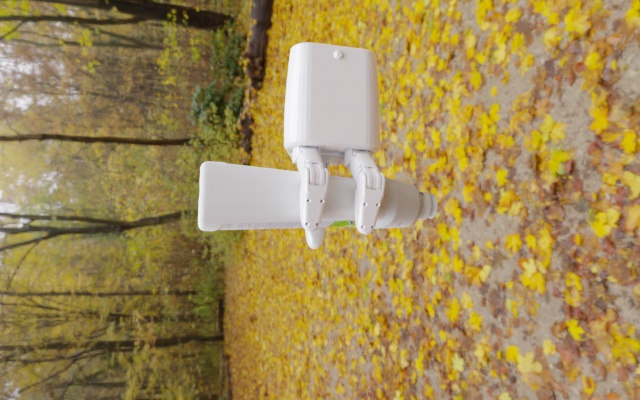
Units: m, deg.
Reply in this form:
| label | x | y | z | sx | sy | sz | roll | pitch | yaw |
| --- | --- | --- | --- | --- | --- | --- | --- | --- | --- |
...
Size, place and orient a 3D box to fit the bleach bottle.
| label | x | y | z | sx | sy | sz | roll | pitch | yaw |
| --- | --- | --- | --- | --- | --- | --- | --- | --- | --- |
| bleach bottle | 0.000 | 0.002 | 0.509 | 0.251 | 0.068 | 0.102 | 3 | -6 | -14 |
